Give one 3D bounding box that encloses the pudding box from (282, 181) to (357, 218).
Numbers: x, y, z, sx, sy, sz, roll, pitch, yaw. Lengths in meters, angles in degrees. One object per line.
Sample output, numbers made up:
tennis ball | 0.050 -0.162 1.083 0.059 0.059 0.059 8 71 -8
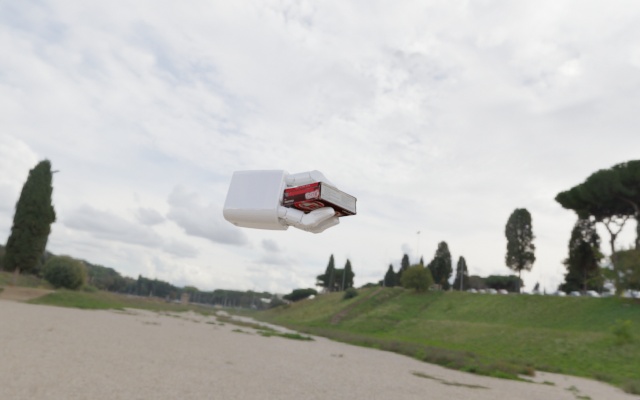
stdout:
pudding box | 0.000 0.003 0.881 0.090 0.039 0.113 -9 -20 39
